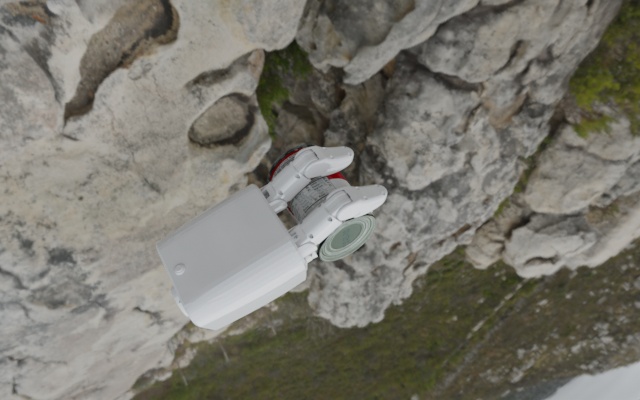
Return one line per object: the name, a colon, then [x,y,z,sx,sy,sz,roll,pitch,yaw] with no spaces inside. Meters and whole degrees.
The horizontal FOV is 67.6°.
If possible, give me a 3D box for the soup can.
soup can: [0.001,0.002,0.476,0.068,0.068,0.102,0,44,-46]
